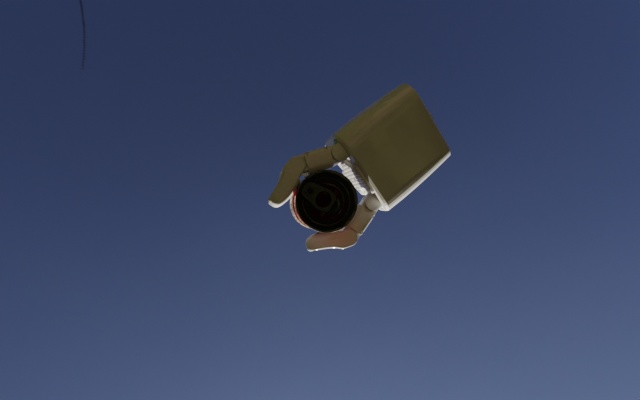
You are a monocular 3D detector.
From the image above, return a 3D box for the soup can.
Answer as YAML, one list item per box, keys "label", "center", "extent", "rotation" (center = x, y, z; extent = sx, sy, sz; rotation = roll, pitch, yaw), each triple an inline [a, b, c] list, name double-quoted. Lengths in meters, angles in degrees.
- label: "soup can"
  center: [0.000, 0.002, 0.561]
  extent: [0.068, 0.068, 0.102]
  rotation: [0, -1, -8]
